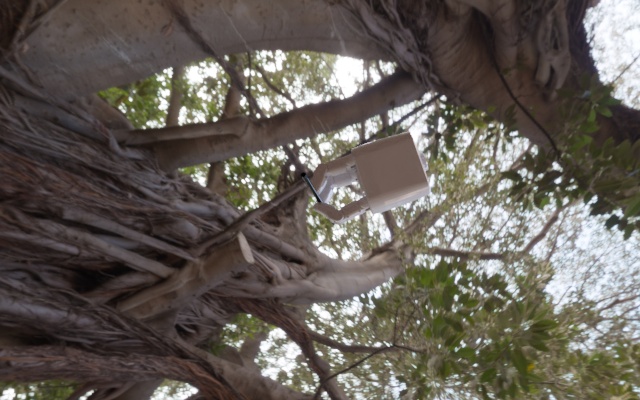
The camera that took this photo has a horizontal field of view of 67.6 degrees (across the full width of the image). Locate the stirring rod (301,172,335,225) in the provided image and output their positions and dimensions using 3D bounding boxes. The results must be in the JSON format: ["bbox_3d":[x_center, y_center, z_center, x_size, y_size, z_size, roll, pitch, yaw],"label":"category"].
[{"bbox_3d":[0.000,0.003,0.829,0.011,0.011,0.240,0,-20,13],"label":"stirring rod"}]
